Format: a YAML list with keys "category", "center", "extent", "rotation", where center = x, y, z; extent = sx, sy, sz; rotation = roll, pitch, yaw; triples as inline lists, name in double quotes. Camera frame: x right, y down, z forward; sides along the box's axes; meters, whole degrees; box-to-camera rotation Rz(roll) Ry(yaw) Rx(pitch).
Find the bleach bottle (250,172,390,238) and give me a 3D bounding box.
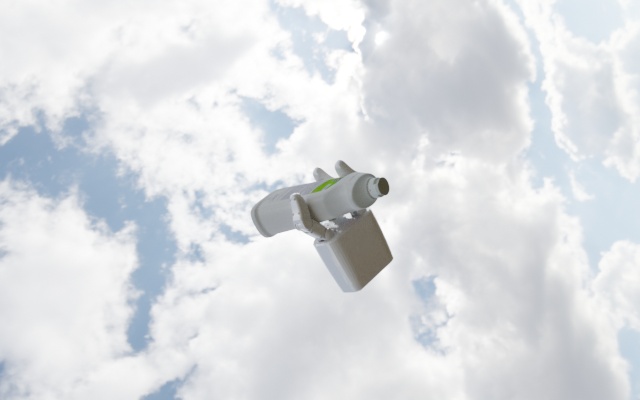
- category: "bleach bottle"
  center: [0.000, 0.002, 0.788]
  extent: [0.251, 0.068, 0.102]
  rotation: [-12, 22, 43]
